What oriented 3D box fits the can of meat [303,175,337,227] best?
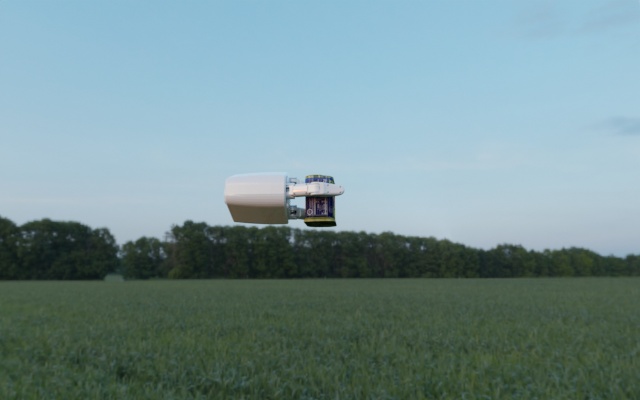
[{"bbox_3d":[0.000,0.003,0.881,0.057,0.084,0.102,-1,-10,4],"label":"can of meat"}]
